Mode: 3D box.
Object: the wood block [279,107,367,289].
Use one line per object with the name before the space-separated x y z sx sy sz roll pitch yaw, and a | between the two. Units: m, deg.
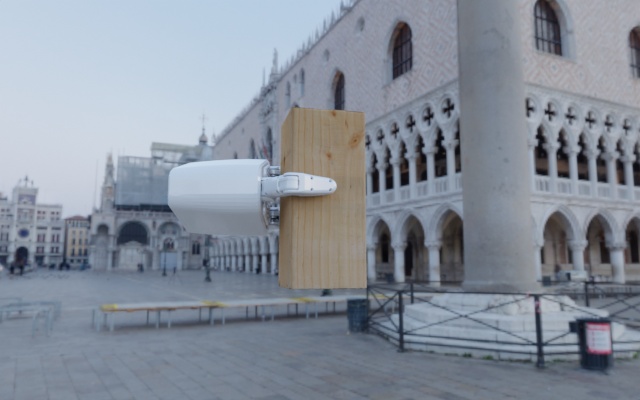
wood block | 0.000 0.002 0.581 0.090 0.206 0.091 2 -7 -13
